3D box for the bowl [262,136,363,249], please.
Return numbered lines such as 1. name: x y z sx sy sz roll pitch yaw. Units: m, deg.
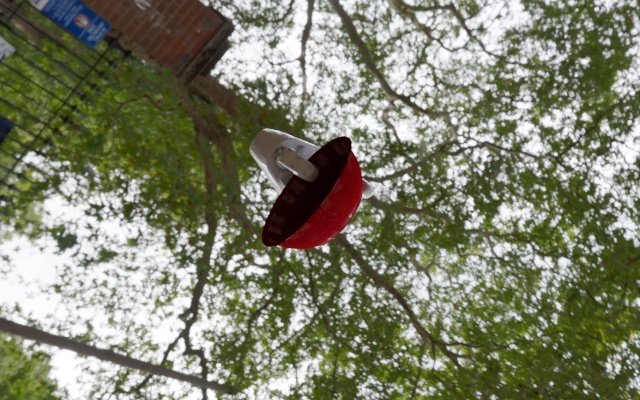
1. bowl: 0.001 0.003 0.573 0.055 0.162 0.162 38 -14 -18
